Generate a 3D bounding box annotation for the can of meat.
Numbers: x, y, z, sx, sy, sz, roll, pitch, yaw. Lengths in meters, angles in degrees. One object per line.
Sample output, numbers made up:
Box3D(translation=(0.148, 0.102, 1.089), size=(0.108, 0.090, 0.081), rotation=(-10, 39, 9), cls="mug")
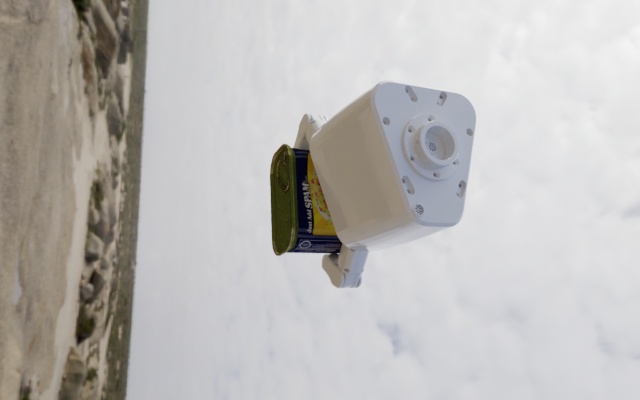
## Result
Box3D(translation=(0.000, 0.002, 0.460), size=(0.084, 0.102, 0.057), rotation=(3, -17, -23), cls="can of meat")
